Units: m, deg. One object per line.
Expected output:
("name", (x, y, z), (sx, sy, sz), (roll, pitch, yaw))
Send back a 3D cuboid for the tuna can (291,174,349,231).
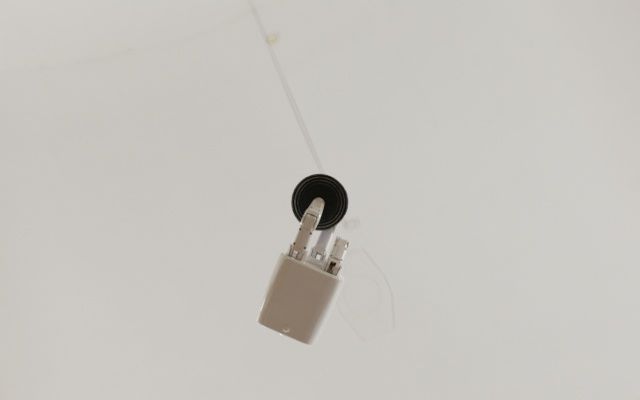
("tuna can", (0.000, 0.002, 0.729), (0.086, 0.086, 0.034), (0, 1, 7))
